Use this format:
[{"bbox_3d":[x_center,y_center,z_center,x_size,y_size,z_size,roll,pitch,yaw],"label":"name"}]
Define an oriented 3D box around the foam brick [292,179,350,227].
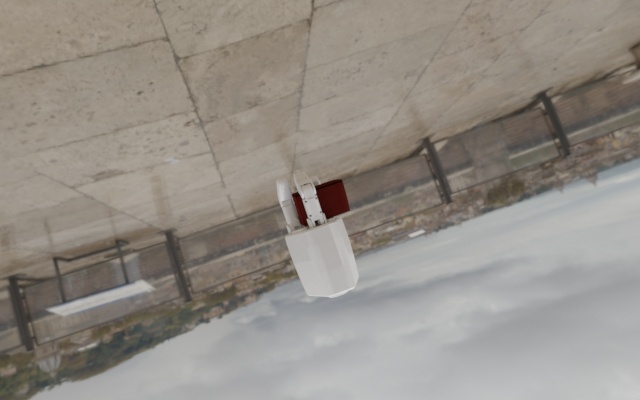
[{"bbox_3d":[0.000,0.002,0.756,0.078,0.051,0.053,-19,6,-9],"label":"foam brick"}]
